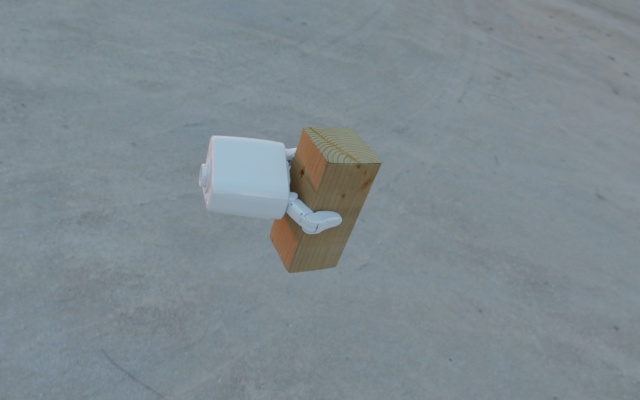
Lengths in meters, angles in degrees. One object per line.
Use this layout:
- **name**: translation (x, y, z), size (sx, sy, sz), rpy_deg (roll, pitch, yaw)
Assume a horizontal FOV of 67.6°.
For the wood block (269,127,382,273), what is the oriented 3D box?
- **wood block**: translation (0.000, 0.002, 0.718), size (0.090, 0.206, 0.090), rpy_deg (-3, 41, -30)
